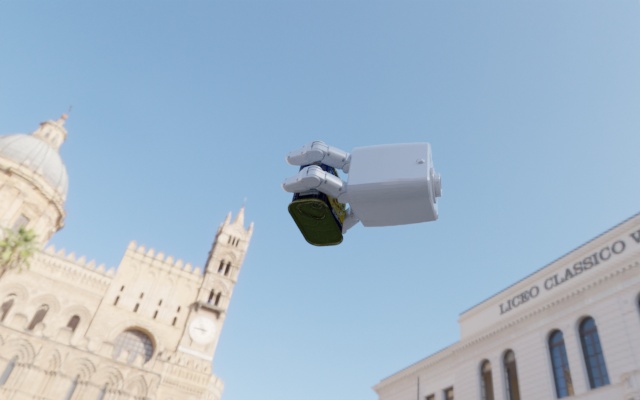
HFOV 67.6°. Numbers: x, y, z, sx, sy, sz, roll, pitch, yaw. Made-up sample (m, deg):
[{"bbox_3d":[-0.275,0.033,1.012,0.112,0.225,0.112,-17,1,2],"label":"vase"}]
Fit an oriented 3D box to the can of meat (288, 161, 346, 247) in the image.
[{"bbox_3d":[0.000,0.002,0.683,0.057,0.084,0.102,-7,-42,21],"label":"can of meat"}]
